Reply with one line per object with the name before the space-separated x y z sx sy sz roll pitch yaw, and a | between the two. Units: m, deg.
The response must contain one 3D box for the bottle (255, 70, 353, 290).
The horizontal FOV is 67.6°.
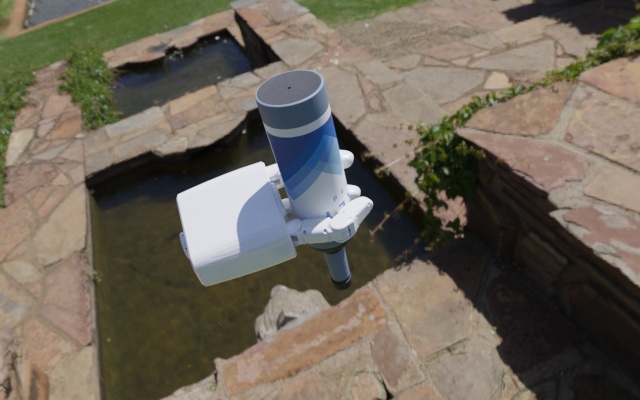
bottle | 0.000 0.002 0.540 0.069 0.296 0.069 -9 41 8
